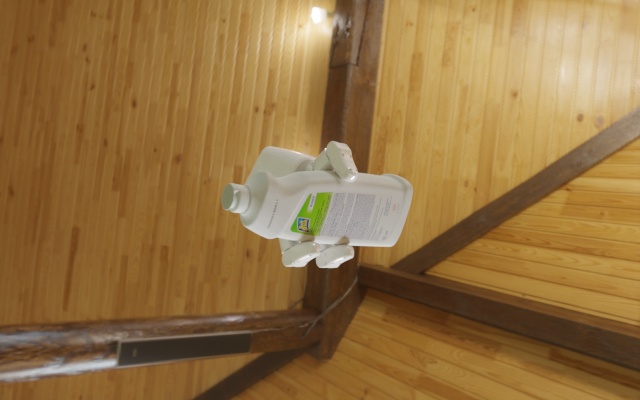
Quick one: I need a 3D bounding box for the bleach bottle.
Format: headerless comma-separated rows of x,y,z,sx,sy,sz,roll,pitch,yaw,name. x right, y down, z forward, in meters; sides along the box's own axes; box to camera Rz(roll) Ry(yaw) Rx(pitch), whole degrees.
0.000,0.002,0.589,0.251,0.102,0.068,8,11,-38,bleach bottle
